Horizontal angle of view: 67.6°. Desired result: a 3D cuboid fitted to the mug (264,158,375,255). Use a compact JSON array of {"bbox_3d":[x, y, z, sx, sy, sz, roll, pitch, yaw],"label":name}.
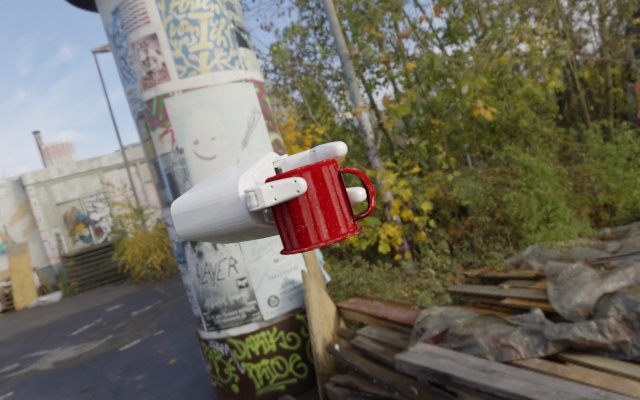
[{"bbox_3d":[0.001,0.001,0.500,0.117,0.081,0.093,-16,3,25],"label":"mug"}]
